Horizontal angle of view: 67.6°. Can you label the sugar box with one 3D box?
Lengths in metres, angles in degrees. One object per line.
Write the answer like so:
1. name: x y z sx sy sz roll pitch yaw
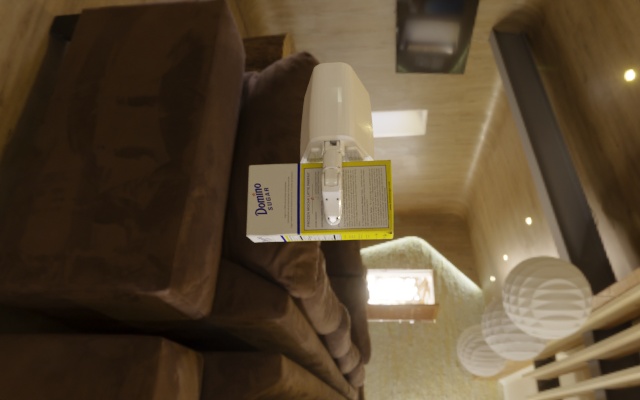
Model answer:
1. sugar box: 0.000 0.002 0.589 0.176 0.093 0.048 -2 -16 7
